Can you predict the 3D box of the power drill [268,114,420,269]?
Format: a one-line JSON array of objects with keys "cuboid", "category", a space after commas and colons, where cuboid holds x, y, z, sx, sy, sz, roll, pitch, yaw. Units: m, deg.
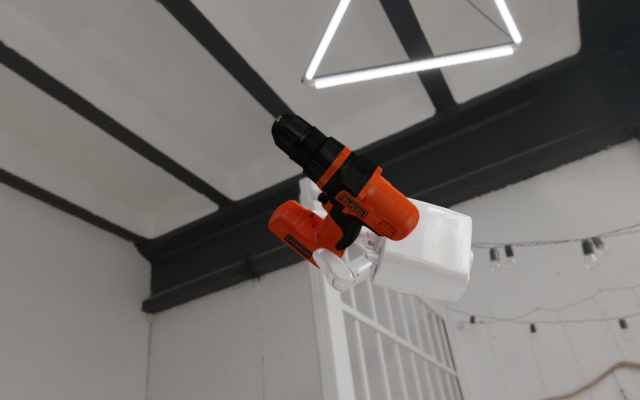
[{"cuboid": [0.000, 0.002, 0.558, 0.184, 0.057, 0.188, 40, -31, -1], "category": "power drill"}]
